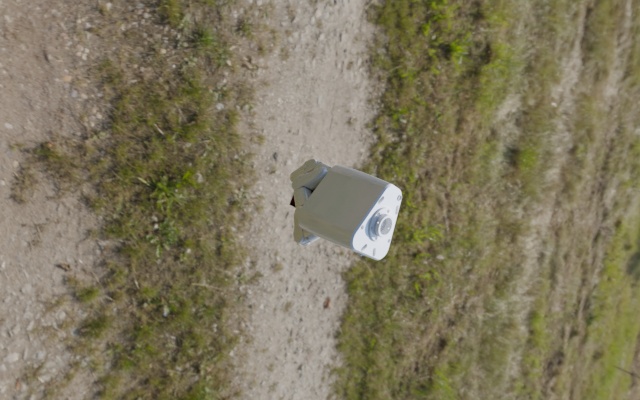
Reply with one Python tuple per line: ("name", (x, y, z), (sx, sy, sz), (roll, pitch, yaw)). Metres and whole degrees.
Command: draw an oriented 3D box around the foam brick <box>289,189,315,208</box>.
("foam brick", (0.000, 0.002, 0.764), (0.051, 0.053, 0.078), (22, -3, 42))
